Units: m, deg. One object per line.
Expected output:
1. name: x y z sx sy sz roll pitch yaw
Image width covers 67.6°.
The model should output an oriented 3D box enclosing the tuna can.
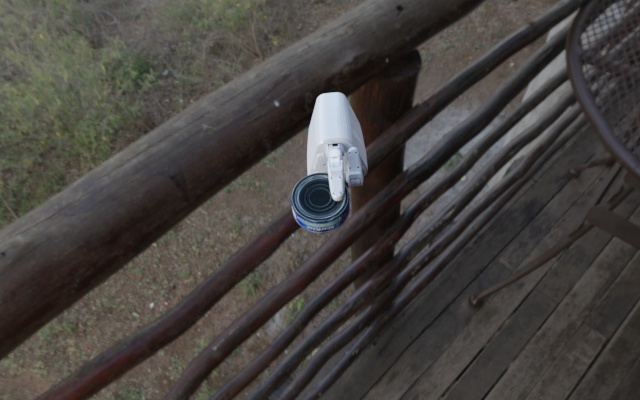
1. tuna can: 0.000 0.002 0.696 0.086 0.086 0.034 0 -30 3
